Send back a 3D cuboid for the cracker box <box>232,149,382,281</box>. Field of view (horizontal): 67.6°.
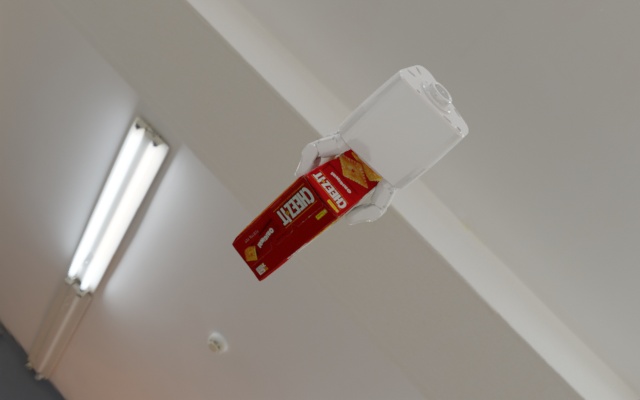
[{"bbox_3d":[0.000,0.002,0.659,0.164,0.072,0.213,-42,-5,35],"label":"cracker box"}]
